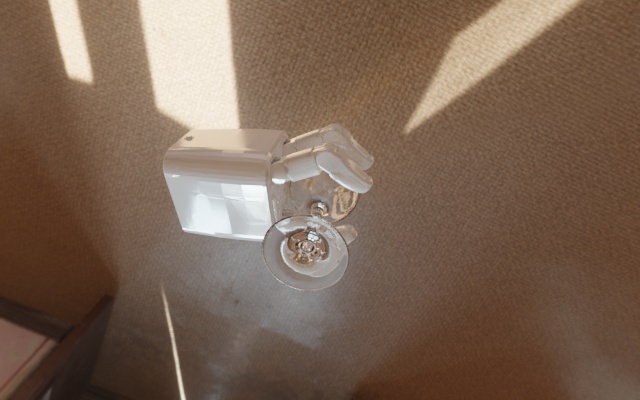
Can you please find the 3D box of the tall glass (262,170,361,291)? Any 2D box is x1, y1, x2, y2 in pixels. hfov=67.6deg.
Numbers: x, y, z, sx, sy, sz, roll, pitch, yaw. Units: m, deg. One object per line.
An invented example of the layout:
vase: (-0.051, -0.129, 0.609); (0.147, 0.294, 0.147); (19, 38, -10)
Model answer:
tall glass: (0.000, 0.002, 0.485); (0.079, 0.079, 0.201); (0, 26, 9)
